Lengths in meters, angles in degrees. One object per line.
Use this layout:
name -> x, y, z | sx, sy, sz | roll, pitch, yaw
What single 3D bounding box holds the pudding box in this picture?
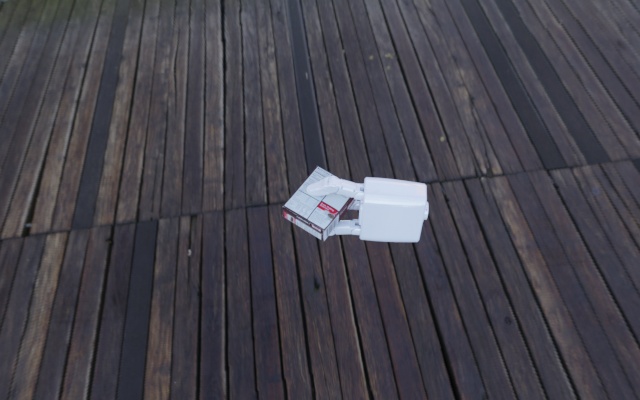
pudding box -> 0.000, 0.003, 0.843 | 0.090, 0.113, 0.039 | 30, -31, 17
